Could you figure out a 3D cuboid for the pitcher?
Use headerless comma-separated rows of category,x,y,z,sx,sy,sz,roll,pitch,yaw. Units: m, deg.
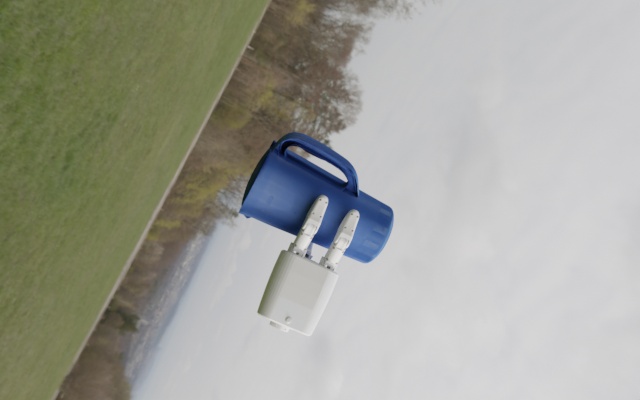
pitcher,0.000,0.003,0.792,0.243,0.145,0.149,26,-13,-9
